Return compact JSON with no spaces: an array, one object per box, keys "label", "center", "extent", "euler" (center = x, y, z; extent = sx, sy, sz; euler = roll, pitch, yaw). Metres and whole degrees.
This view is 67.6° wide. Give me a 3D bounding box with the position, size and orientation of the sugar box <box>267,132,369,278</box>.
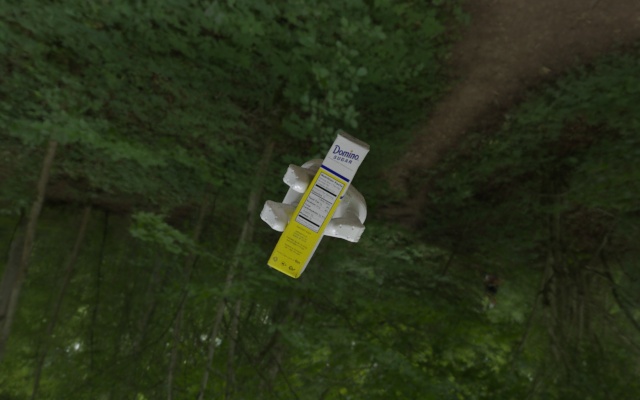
[{"label":"sugar box","center":[0.000,0.002,0.585],"extent":[0.048,0.176,0.093],"euler":[27,10,1]}]
